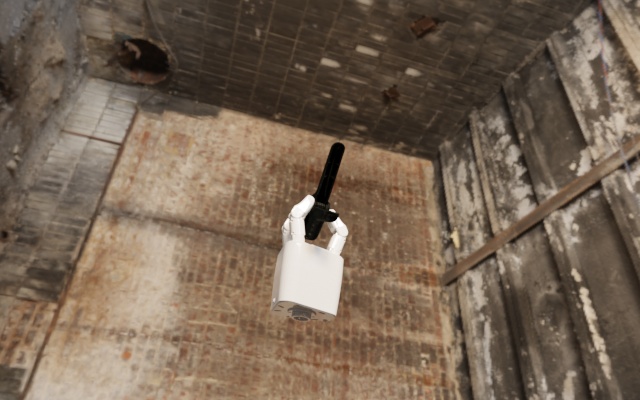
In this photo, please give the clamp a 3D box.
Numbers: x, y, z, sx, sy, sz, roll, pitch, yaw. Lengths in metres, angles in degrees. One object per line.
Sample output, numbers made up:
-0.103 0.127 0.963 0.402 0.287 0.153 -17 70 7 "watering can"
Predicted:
0.001 0.004 0.879 0.036 0.164 0.210 16 -30 -10 "clamp"
